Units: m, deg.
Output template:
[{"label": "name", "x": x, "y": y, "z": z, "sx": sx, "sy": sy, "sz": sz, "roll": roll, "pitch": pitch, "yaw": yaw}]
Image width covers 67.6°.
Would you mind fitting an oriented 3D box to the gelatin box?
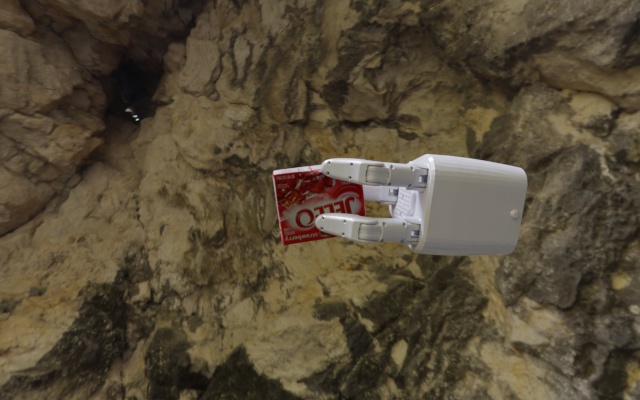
[{"label": "gelatin box", "x": 0.000, "y": 0.002, "z": 0.486, "sx": 0.089, "sy": 0.073, "sz": 0.030, "roll": -8, "pitch": 12, "yaw": -5}]
